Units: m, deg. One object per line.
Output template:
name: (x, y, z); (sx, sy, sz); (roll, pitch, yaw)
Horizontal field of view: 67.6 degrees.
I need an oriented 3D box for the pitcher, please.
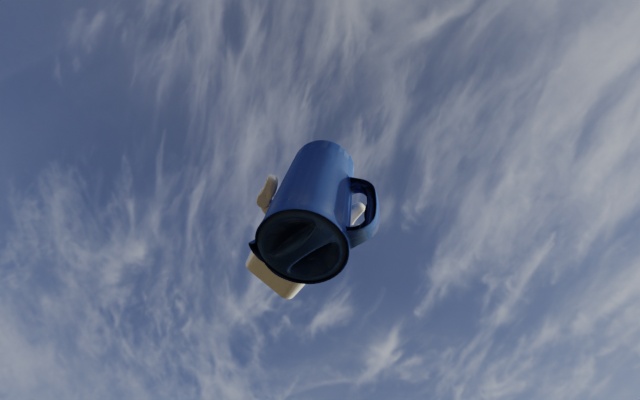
pitcher: (0.000, 0.003, 0.747); (0.149, 0.145, 0.242); (27, 34, -9)
